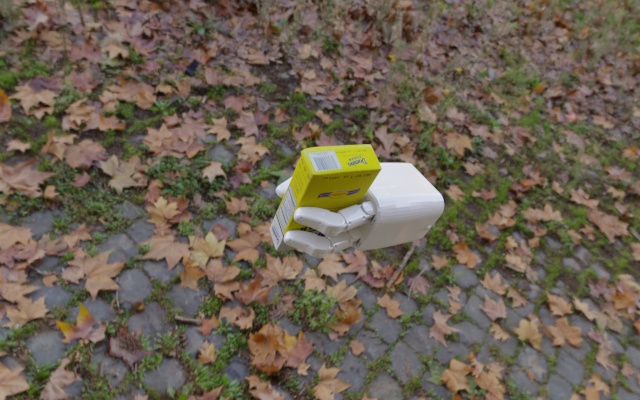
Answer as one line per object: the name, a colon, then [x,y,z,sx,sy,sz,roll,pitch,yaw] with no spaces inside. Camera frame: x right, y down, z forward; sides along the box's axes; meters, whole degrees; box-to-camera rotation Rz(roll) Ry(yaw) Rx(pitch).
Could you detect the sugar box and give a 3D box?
sugar box: [0.000,0.002,0.615,0.093,0.048,0.176,-6,-35,-24]
